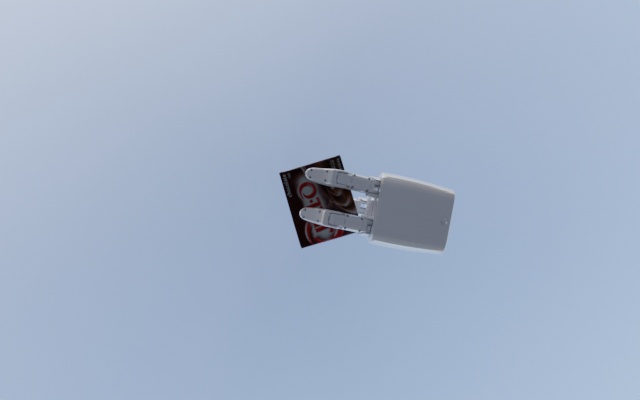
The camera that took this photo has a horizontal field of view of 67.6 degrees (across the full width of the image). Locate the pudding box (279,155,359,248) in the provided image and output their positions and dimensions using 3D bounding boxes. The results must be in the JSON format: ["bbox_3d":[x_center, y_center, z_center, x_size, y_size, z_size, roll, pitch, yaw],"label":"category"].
[{"bbox_3d":[0.000,0.002,0.677,0.090,0.113,0.039,-17,-1,-1],"label":"pudding box"}]
